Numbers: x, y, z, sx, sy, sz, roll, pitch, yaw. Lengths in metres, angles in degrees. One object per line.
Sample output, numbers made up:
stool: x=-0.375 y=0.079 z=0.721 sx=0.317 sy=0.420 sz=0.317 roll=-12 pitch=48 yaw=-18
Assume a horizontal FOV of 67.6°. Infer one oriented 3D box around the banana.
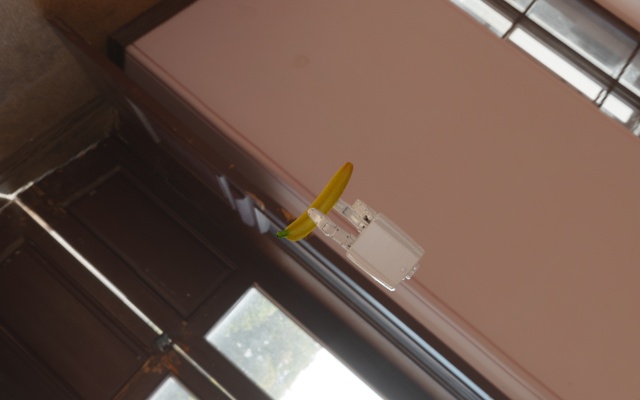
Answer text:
banana: x=-0.002 y=0.011 z=0.900 sx=0.037 sy=0.197 sz=0.070 roll=40 pitch=-14 yaw=12
